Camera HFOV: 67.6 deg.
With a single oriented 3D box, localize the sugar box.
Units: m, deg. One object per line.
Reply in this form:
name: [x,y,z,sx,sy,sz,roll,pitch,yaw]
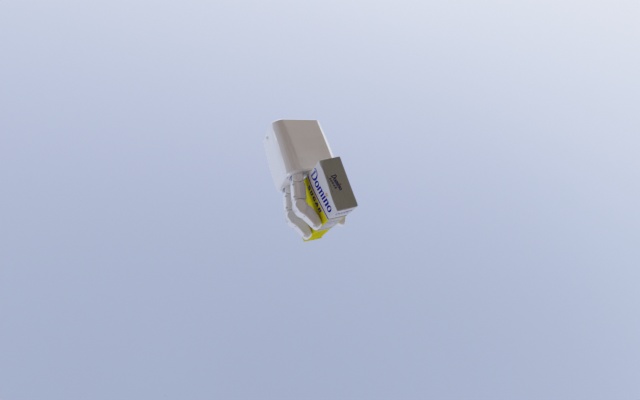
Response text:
sugar box: [0.000,0.003,0.839,0.048,0.093,0.176,-13,-17,-22]
